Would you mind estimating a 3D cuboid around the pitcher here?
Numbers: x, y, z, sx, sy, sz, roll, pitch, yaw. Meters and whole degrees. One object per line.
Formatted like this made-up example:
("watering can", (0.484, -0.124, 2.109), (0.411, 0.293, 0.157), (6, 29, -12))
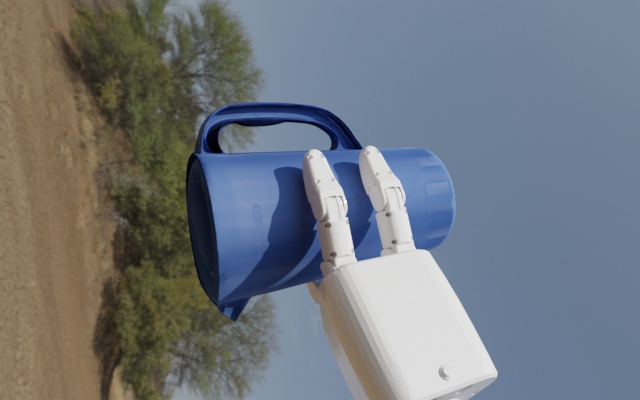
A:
("pitcher", (0.000, 0.002, 0.451), (0.243, 0.145, 0.149), (-8, -41, -24))
